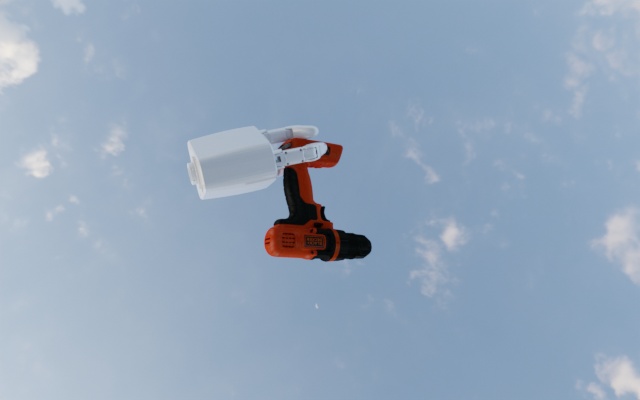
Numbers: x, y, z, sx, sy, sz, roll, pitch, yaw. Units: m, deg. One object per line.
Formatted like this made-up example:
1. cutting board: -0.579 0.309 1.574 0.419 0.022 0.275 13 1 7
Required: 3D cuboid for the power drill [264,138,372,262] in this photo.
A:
1. power drill: 0.000 0.002 0.754 0.184 0.187 0.057 6 -16 -32
